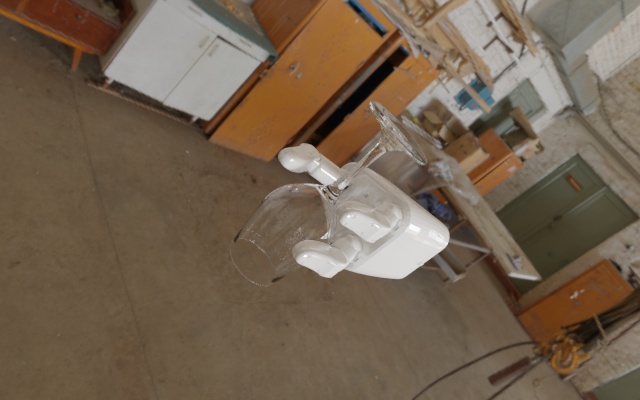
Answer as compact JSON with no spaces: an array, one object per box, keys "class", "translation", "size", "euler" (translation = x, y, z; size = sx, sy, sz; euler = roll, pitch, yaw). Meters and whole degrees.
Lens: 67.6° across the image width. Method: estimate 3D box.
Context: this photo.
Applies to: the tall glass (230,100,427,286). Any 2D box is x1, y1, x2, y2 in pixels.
[{"class":"tall glass","translation":[0.000,0.001,0.454],"size":[0.201,0.079,0.079],"euler":[-41,-18,21]}]
